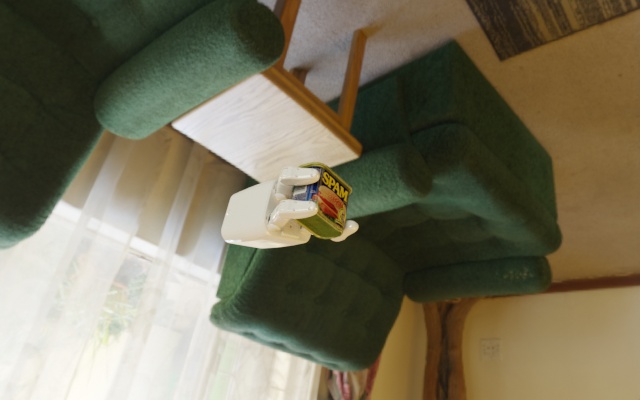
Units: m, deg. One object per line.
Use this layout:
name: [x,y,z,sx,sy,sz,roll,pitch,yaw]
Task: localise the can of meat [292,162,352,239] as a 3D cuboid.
can of meat: [0.000,0.003,0.748,0.057,0.084,0.102,-11,-35,35]
